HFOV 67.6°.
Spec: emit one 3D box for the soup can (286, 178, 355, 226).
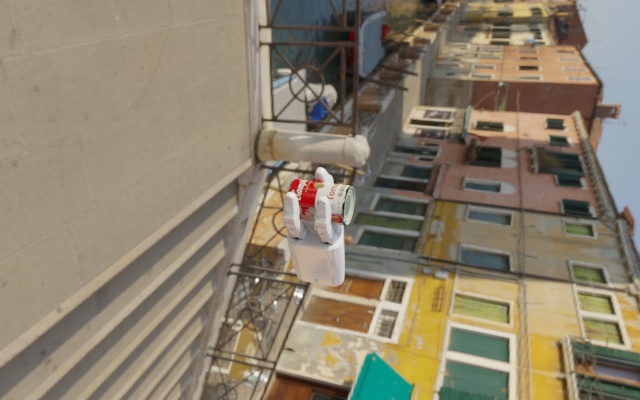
[{"bbox_3d":[0.000,0.002,0.800,0.102,0.068,0.068,8,2,17],"label":"soup can"}]
